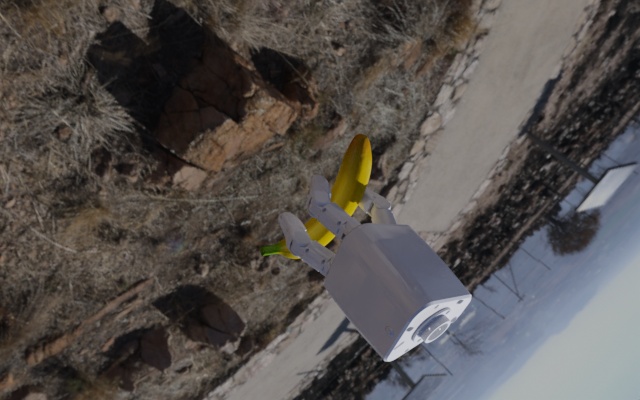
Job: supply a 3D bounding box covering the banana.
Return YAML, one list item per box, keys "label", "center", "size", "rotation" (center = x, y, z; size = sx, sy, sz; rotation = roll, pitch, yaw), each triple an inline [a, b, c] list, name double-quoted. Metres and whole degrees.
- label: "banana"
  center: [0.010, 0.008, 0.579]
  size: [0.070, 0.198, 0.037]
  rotation: [19, 27, -47]
